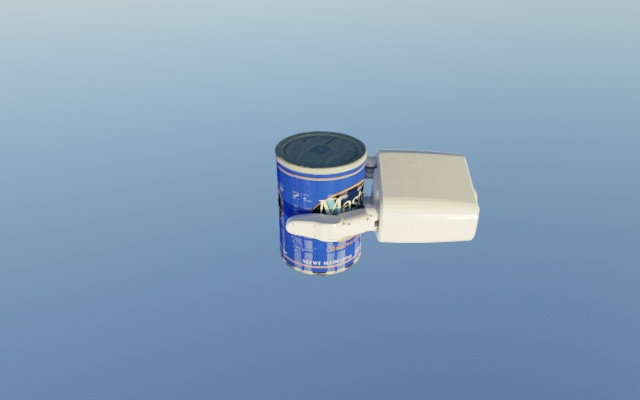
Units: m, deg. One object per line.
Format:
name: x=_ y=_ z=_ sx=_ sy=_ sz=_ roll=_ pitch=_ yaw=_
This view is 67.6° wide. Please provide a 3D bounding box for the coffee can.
coffee can: x=0.000 y=0.002 z=0.567 sx=0.103 sy=0.140 sz=0.102 roll=0 pitch=30 yaw=0
